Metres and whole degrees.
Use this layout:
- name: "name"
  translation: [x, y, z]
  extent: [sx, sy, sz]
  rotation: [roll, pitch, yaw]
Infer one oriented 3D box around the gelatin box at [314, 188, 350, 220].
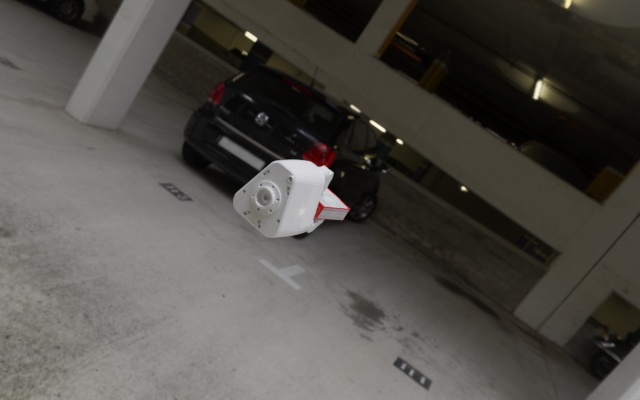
- name: "gelatin box"
  translation: [0.001, 0.002, 0.863]
  extent: [0.073, 0.030, 0.089]
  rotation: [44, 21, 29]
